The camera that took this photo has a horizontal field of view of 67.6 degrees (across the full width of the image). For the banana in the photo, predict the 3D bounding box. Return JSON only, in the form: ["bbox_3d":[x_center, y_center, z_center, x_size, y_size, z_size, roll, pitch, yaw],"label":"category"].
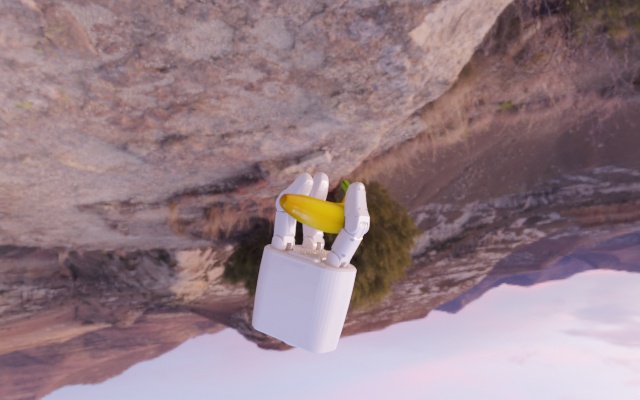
[{"bbox_3d":[0.016,0.012,0.589,0.069,0.037,0.198,36,17,15],"label":"banana"}]
